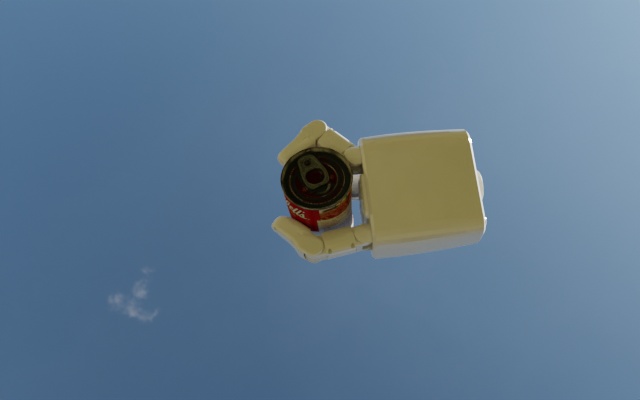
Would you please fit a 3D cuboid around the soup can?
[{"bbox_3d":[0.000,0.002,0.486,0.068,0.068,0.102,0,-28,5],"label":"soup can"}]
